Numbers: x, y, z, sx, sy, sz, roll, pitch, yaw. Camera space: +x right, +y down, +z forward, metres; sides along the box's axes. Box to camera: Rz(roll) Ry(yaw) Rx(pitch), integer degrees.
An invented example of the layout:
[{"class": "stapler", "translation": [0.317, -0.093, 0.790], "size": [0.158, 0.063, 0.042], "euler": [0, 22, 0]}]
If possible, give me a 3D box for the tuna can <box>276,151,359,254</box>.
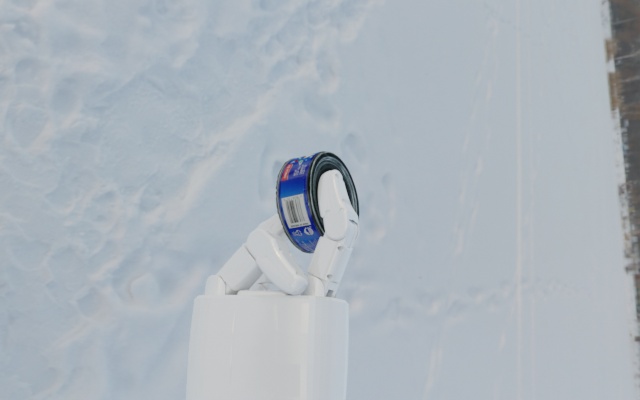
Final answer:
[{"class": "tuna can", "translation": [0.001, 0.001, 0.413], "size": [0.034, 0.086, 0.086], "euler": [-12, -6, 31]}]
